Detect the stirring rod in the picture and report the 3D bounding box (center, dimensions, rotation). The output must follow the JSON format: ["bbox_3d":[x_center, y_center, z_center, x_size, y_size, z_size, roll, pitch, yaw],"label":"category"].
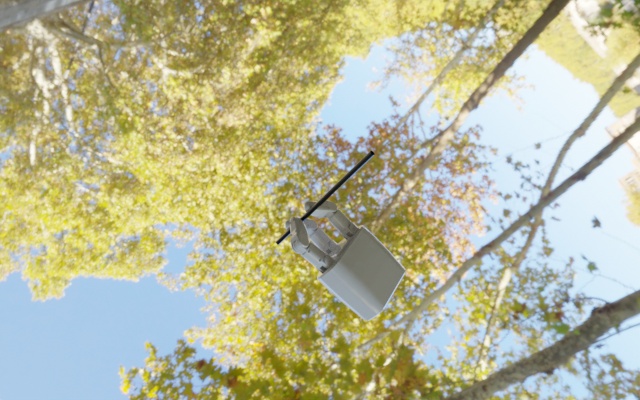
[{"bbox_3d":[0.000,0.002,0.725,0.011,0.011,0.240,0,-34,-46],"label":"stirring rod"}]
